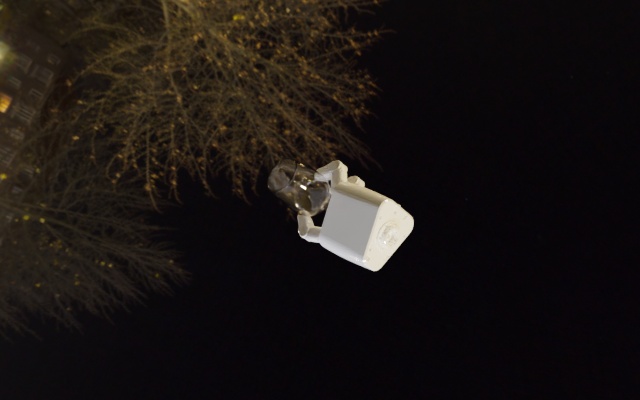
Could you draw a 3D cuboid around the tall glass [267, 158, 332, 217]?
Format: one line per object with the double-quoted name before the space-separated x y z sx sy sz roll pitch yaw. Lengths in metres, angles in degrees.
"tall glass" 0.000 0.003 0.814 0.079 0.079 0.201 0 -26 43
